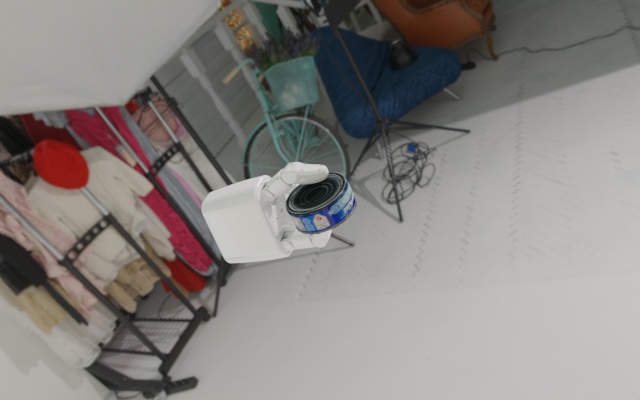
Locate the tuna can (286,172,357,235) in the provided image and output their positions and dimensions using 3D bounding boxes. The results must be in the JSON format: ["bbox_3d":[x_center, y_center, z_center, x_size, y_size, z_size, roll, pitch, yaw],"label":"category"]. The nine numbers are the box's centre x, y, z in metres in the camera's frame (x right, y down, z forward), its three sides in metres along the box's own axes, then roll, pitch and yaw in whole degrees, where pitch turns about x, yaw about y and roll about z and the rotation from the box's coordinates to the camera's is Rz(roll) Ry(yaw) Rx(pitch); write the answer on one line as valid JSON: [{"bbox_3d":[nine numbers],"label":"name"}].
[{"bbox_3d":[0.000,0.002,0.599,0.086,0.034,0.086,-20,31,13],"label":"tuna can"}]
